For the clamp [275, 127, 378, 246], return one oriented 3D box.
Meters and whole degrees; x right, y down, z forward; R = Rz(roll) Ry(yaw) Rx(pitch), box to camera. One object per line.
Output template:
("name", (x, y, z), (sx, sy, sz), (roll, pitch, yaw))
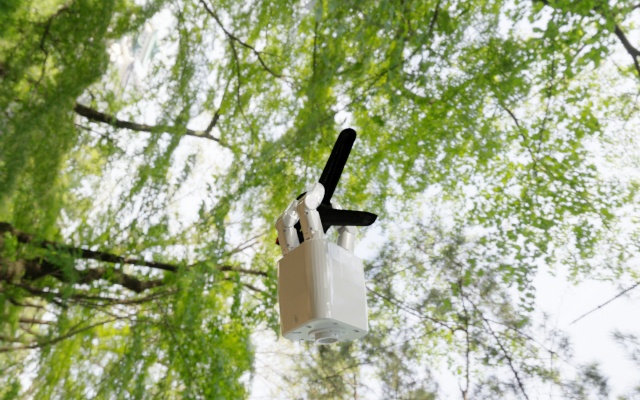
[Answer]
("clamp", (0.000, 0.003, 0.701), (0.036, 0.164, 0.210), (19, -39, -31))
